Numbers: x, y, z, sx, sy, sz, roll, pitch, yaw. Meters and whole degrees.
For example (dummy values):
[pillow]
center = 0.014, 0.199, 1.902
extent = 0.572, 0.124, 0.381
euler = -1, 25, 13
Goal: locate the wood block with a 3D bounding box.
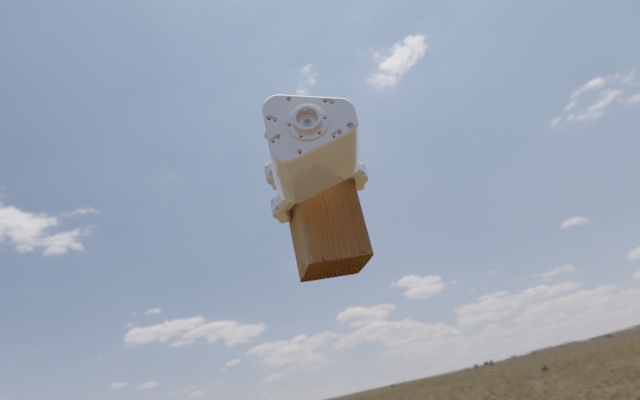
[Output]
[wood block]
center = 0.000, 0.002, 0.692
extent = 0.091, 0.206, 0.090
euler = -6, -24, -14
